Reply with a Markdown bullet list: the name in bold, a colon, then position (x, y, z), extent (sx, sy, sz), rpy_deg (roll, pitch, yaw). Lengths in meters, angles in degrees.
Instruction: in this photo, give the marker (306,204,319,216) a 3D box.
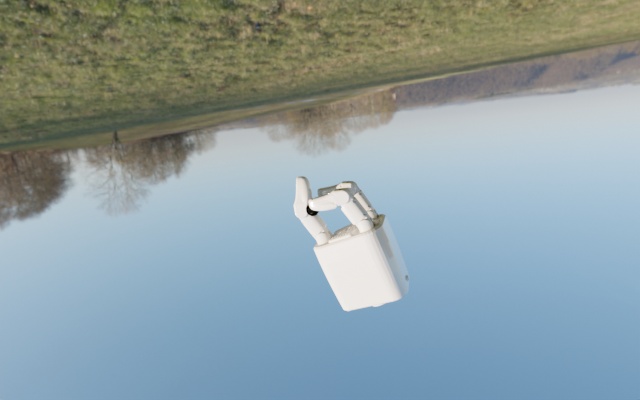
- **marker**: position (0.000, 0.002, 0.726), extent (0.020, 0.020, 0.121), rpy_deg (0, 11, 12)
